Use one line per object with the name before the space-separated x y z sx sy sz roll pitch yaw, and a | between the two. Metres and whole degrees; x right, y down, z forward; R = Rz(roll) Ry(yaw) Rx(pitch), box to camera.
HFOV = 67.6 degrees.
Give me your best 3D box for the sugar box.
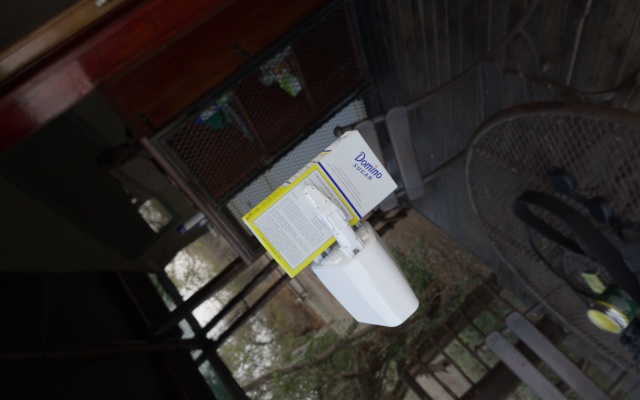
sugar box | 0.000 0.002 0.596 0.176 0.093 0.048 -40 14 -11
